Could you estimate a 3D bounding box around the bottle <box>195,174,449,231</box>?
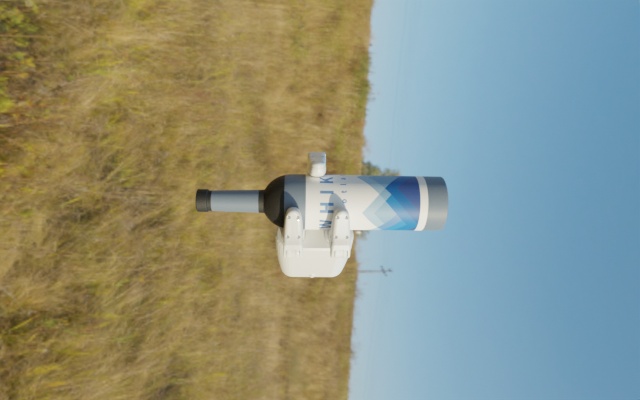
[{"bbox_3d":[0.000,0.002,0.578,0.296,0.069,0.069,1,0,-3],"label":"bottle"}]
